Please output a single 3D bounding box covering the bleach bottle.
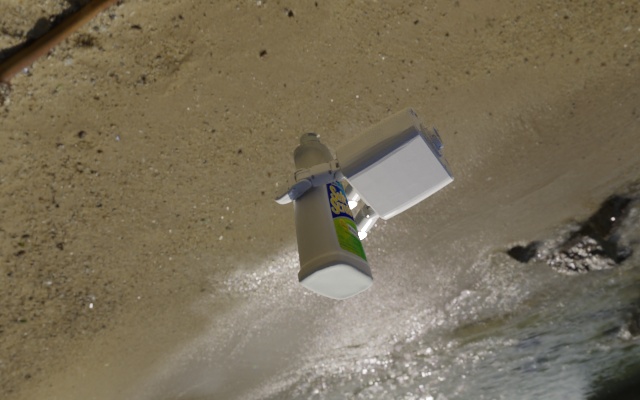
[{"bbox_3d":[0.000,0.002,0.646,0.068,0.250,0.103,-30,-39,23],"label":"bleach bottle"}]
